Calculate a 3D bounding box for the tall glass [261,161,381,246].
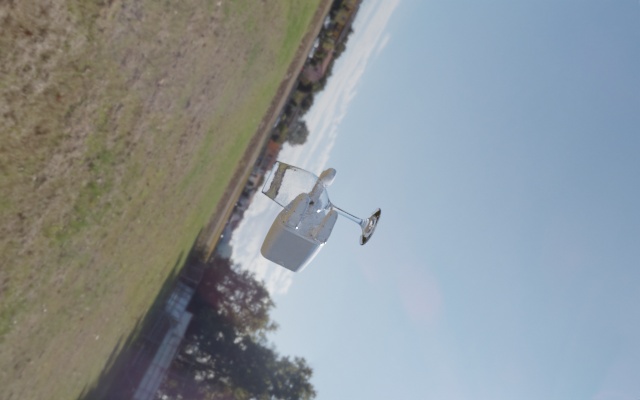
[{"bbox_3d":[0.001,0.003,0.830,0.201,0.079,0.079,27,-4,-8],"label":"tall glass"}]
